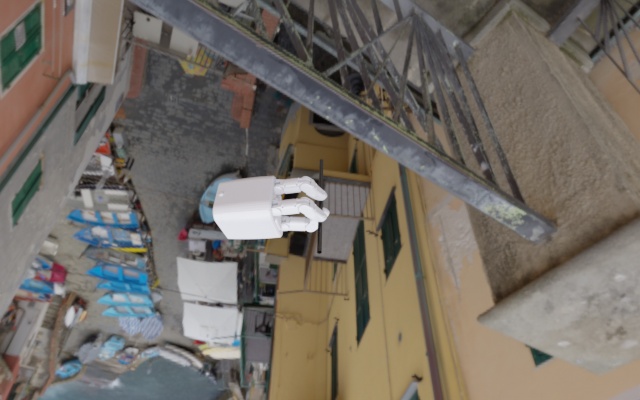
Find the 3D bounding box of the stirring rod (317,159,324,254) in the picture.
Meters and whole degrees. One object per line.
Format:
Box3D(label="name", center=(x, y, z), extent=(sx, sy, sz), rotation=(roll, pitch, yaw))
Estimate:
Box3D(label="stirring rod", center=(0.000, 0.003, 0.890), extent=(0.011, 0.011, 0.239), rotation=(1, 45, 1))
